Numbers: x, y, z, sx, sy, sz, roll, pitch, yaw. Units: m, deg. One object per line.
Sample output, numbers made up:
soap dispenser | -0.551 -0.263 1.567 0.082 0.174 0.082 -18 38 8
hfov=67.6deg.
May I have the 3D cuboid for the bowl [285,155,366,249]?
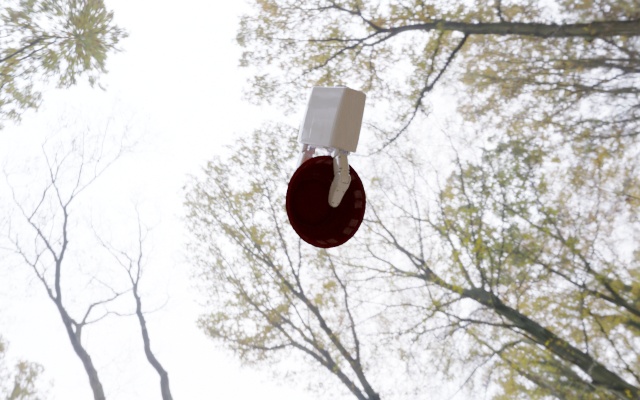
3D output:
bowl | -0.001 0.004 0.841 0.162 0.162 0.055 0 -1 -30
